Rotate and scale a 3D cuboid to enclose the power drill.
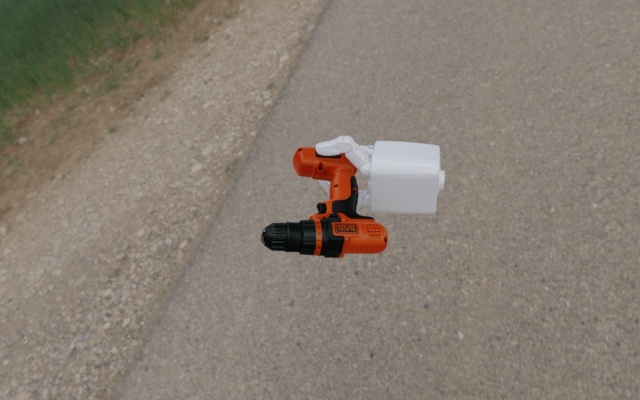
[{"bbox_3d":[0.000,0.002,0.733,0.184,0.187,0.057,3,-38,-12],"label":"power drill"}]
